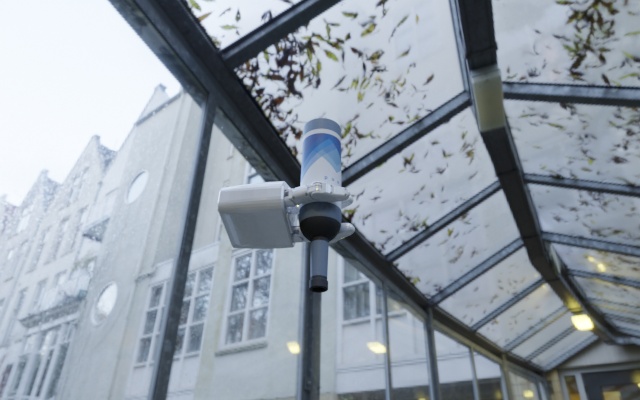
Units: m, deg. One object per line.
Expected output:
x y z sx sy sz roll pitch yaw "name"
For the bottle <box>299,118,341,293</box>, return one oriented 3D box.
0.000 0.002 0.764 0.069 0.295 0.069 1 -31 1 "bottle"
